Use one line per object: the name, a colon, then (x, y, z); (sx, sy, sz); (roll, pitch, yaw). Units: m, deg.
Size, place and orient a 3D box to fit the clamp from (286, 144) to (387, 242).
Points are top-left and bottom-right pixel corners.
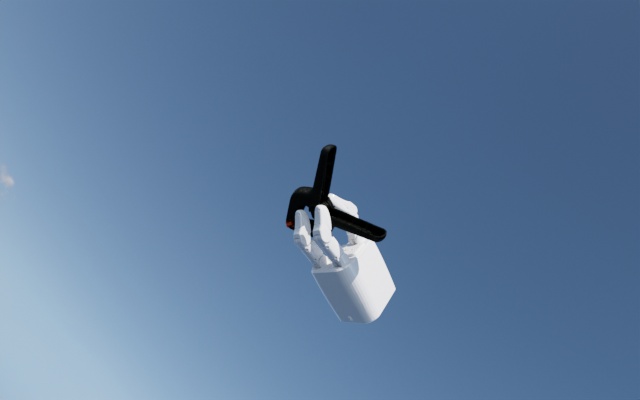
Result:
clamp: (0.000, 0.002, 0.780); (0.036, 0.164, 0.210); (-33, 11, -37)
